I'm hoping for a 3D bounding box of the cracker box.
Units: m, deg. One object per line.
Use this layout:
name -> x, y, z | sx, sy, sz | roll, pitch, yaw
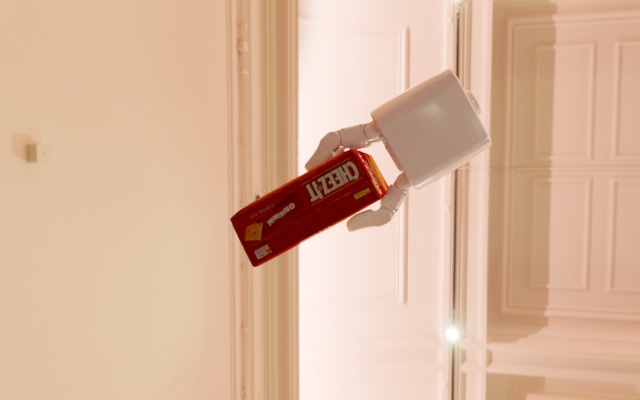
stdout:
cracker box -> 0.000, 0.002, 0.616 | 0.164, 0.072, 0.213 | -30, -3, 11
